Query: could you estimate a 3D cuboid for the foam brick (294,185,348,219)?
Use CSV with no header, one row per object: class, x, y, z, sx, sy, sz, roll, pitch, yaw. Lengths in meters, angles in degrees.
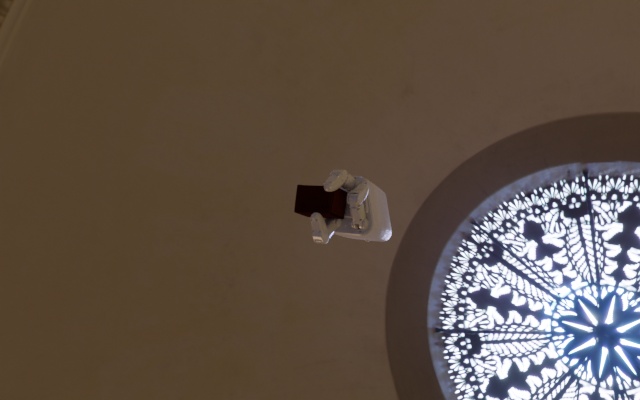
foam brick,0.000,0.003,0.859,0.078,0.053,0.051,3,-10,31
